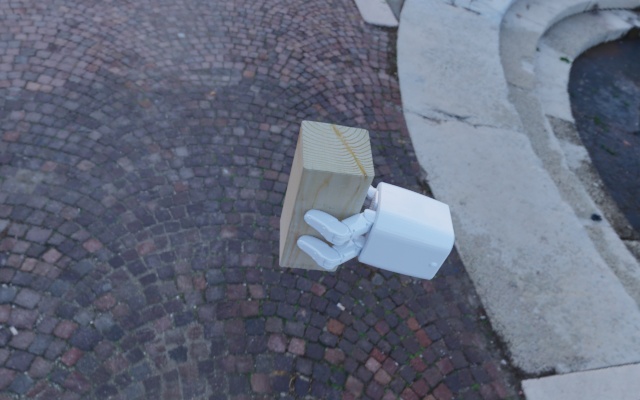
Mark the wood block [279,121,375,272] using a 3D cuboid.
[{"bbox_3d":[0.001,0.002,0.664,0.090,0.090,0.206,7,-43,-10],"label":"wood block"}]
